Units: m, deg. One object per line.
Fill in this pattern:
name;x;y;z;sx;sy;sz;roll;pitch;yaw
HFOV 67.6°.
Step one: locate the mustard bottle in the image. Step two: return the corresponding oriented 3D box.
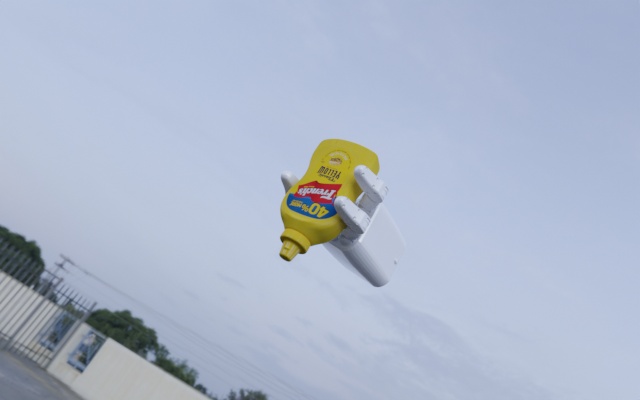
mustard bottle;0.000;0.002;0.655;0.096;0.191;0.058;20;-29;24
